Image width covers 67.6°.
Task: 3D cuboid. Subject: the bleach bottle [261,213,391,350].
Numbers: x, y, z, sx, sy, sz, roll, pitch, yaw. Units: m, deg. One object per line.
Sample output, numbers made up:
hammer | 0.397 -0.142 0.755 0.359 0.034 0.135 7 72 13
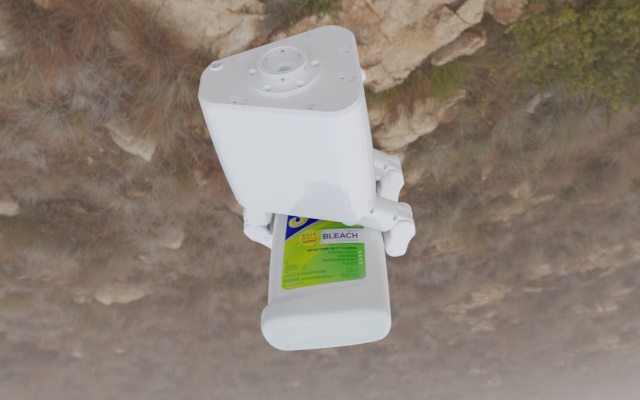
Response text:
bleach bottle | 0.000 0.001 0.436 0.102 0.250 0.068 -6 -38 3
